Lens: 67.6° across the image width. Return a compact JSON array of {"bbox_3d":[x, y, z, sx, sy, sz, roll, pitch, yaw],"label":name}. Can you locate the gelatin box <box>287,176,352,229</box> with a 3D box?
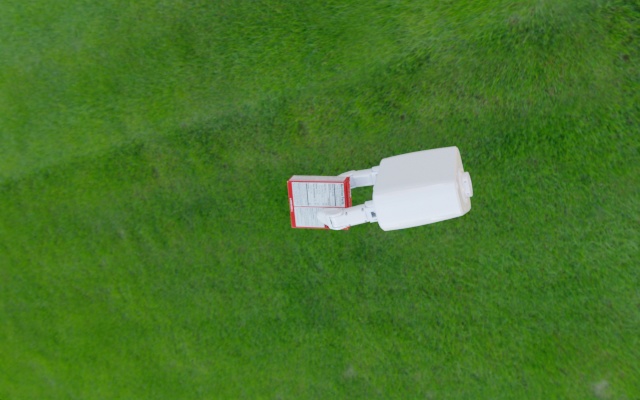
[{"bbox_3d":[0.000,0.002,0.689,0.089,0.073,0.030,1,21,15],"label":"gelatin box"}]
